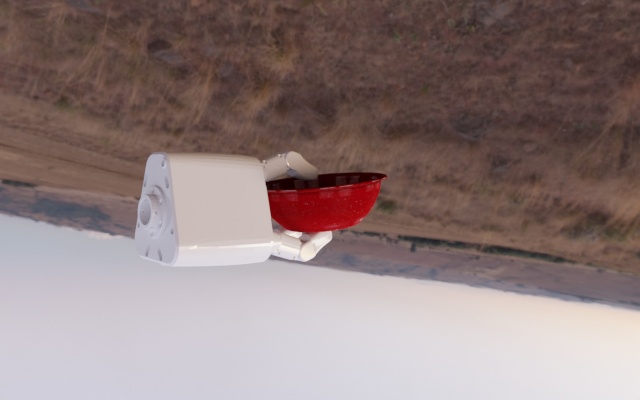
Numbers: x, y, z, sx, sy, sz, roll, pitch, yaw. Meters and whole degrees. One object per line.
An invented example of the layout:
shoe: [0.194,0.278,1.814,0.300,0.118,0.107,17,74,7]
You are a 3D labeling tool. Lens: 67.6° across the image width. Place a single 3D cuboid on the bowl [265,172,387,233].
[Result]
bowl: [0.001,0.002,0.570,0.162,0.055,0.162,-5,8,1]
